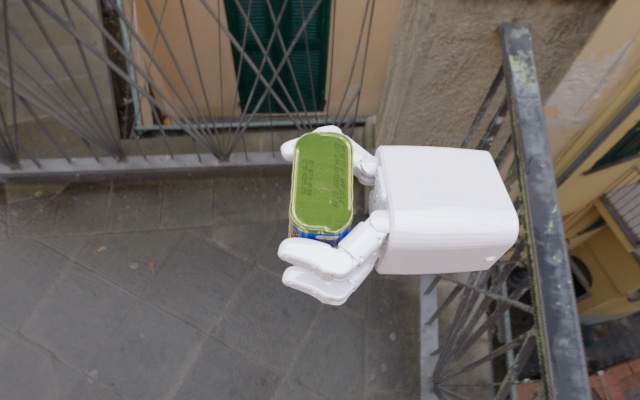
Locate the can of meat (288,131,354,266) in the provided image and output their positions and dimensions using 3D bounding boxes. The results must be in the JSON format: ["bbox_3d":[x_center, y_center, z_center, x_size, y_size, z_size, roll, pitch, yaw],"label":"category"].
[{"bbox_3d":[0.000,0.001,0.427,0.057,0.102,0.084,3,-28,-2],"label":"can of meat"}]
